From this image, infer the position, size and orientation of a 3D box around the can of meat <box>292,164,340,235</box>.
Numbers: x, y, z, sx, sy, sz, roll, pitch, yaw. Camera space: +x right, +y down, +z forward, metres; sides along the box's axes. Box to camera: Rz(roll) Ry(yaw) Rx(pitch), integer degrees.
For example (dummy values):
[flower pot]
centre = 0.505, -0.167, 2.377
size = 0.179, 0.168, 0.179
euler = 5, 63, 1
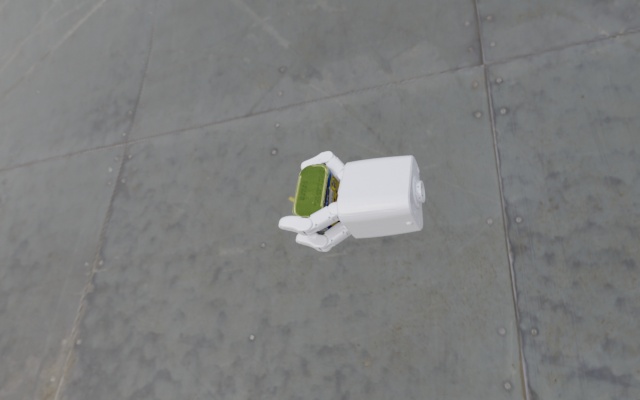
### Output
[can of meat]
centre = 0.000, 0.002, 0.772
size = 0.057, 0.102, 0.084
euler = -3, -27, 24
